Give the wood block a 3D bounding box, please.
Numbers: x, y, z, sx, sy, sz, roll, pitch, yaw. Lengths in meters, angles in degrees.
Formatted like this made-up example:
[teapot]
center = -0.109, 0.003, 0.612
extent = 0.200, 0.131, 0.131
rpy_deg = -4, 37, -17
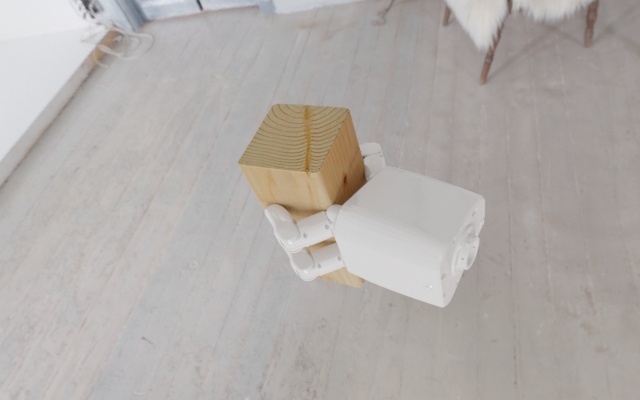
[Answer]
[wood block]
center = 0.001, 0.001, 0.537
extent = 0.090, 0.090, 0.206
rpy_deg = 8, -36, 25
